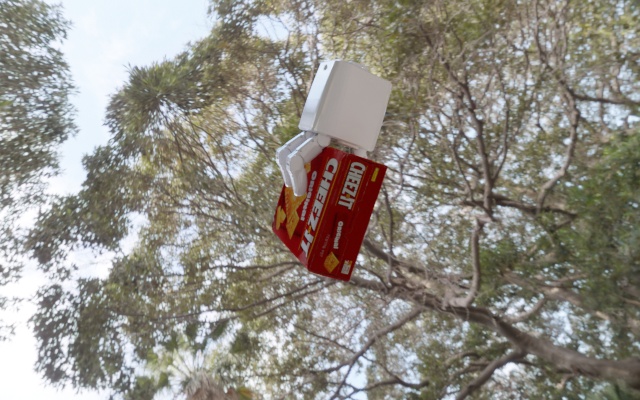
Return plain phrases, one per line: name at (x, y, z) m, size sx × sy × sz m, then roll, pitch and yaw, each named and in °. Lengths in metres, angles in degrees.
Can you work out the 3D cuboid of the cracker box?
cracker box at (0.000, 0.002, 0.711) m, size 0.072 × 0.164 × 0.213 m, roll 15°, pitch 6°, yaw -21°
